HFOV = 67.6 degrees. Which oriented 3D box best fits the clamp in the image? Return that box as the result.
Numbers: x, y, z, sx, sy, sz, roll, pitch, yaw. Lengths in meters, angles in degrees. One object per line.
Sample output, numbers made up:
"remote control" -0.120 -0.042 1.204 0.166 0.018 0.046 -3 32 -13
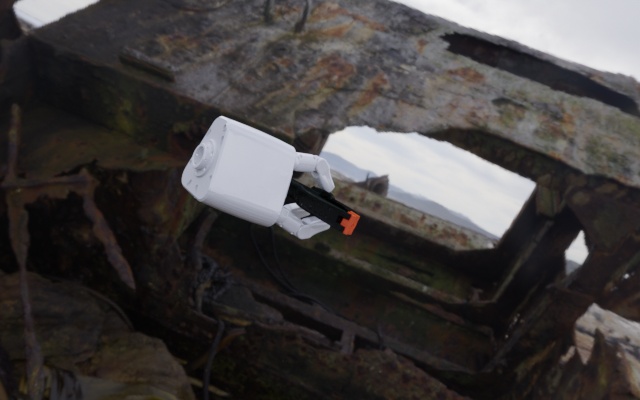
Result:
"clamp" 0.001 0.002 0.691 0.164 0.036 0.210 21 7 -39
